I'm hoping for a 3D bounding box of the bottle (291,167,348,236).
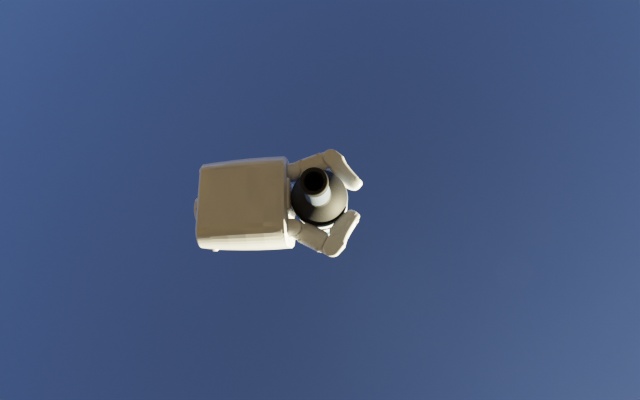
[{"bbox_3d":[0.000,0.002,0.591,0.069,0.069,0.296,0,-8,2],"label":"bottle"}]
